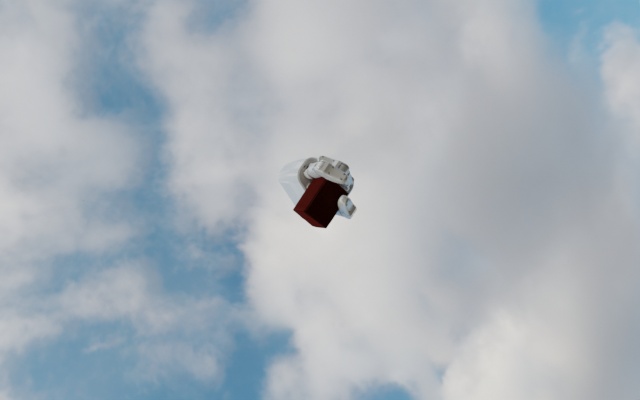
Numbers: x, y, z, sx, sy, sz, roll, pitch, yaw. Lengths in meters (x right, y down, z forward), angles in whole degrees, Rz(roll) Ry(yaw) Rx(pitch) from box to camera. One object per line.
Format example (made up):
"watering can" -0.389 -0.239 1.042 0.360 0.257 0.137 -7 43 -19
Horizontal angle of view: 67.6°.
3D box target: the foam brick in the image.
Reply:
"foam brick" 0.000 0.003 0.830 0.053 0.078 0.051 41 -17 -23
